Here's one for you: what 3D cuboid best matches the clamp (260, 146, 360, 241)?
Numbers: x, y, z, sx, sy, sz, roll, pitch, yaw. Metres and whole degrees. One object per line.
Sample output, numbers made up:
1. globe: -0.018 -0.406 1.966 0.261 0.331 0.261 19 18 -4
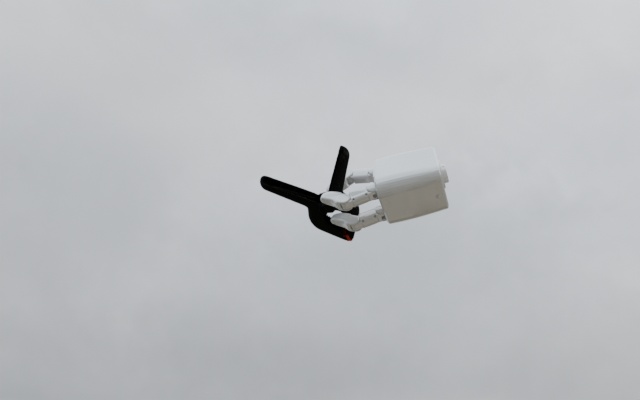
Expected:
1. clamp: 0.001 0.003 0.855 0.164 0.036 0.210 -13 -47 15
